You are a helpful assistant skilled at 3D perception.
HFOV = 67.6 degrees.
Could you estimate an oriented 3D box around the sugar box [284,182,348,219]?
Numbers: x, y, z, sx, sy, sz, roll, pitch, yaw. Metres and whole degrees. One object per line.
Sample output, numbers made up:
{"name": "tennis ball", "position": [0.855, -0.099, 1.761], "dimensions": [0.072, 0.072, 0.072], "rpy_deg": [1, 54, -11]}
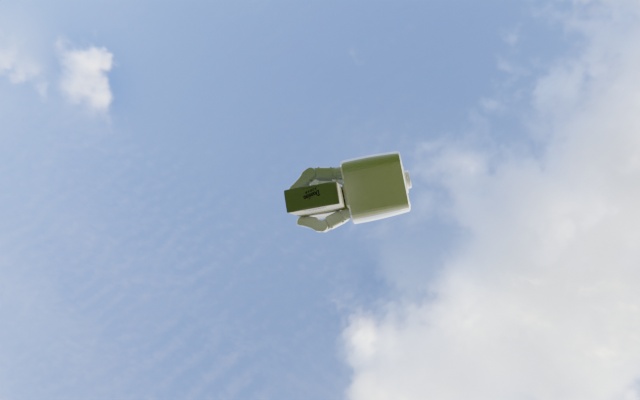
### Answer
{"name": "sugar box", "position": [0.000, 0.002, 0.868], "dimensions": [0.093, 0.048, 0.176], "rpy_deg": [-10, -10, 8]}
